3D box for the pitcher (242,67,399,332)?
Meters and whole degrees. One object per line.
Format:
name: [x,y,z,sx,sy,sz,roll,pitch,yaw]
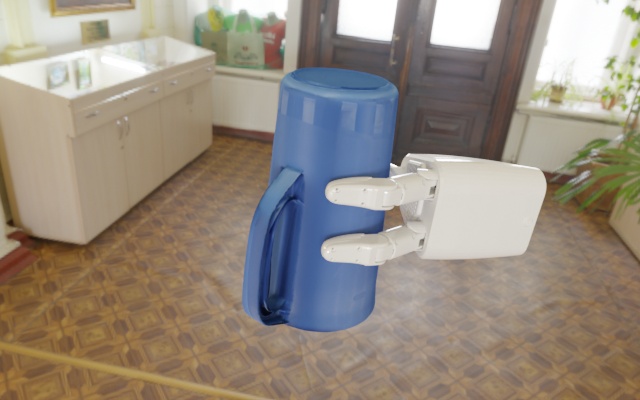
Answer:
pitcher: [0.000,0.002,0.471,0.145,0.243,0.149,2,25,-8]
